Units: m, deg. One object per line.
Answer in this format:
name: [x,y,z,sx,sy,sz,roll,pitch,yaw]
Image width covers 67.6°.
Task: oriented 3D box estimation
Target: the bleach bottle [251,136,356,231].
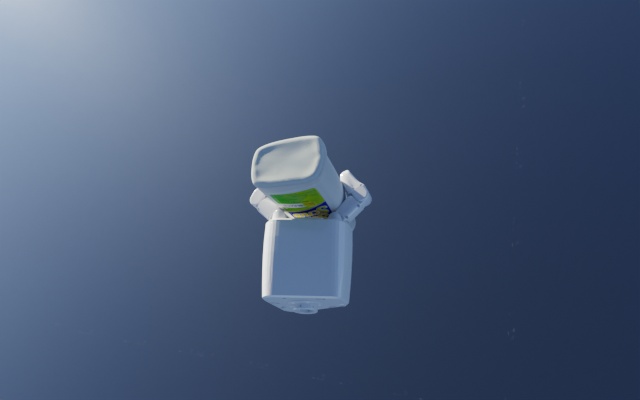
bleach bottle: [0.000,0.002,0.689,0.102,0.068,0.251,-7,-26,20]
